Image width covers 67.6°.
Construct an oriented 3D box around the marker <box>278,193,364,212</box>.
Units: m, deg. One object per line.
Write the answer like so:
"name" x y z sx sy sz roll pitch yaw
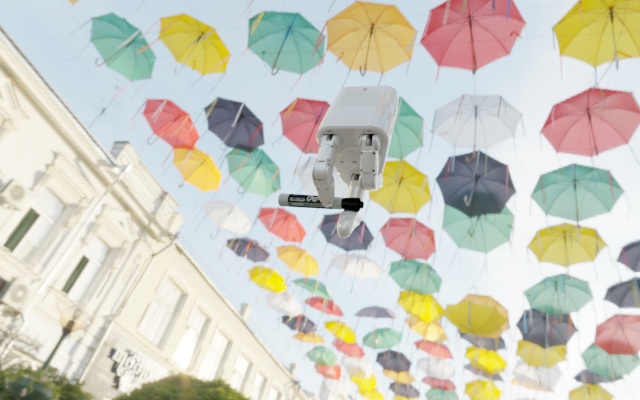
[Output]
"marker" 0.000 0.002 0.653 0.121 0.020 0.020 3 1 20
